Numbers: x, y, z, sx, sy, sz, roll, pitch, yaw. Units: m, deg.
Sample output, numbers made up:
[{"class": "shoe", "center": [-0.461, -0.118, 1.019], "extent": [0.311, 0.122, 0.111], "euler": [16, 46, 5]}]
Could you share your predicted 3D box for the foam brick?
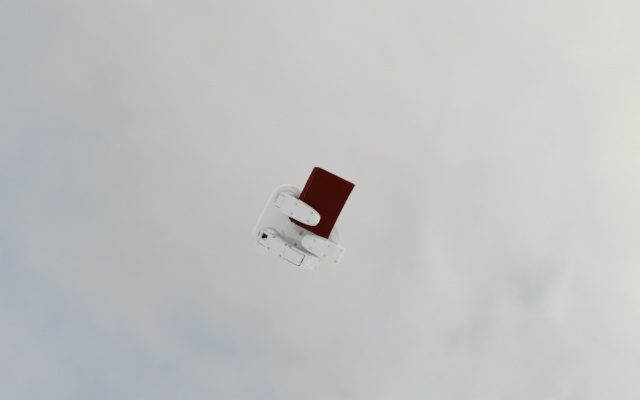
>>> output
[{"class": "foam brick", "center": [0.000, 0.002, 0.603], "extent": [0.053, 0.078, 0.051], "euler": [27, 1, -7]}]
